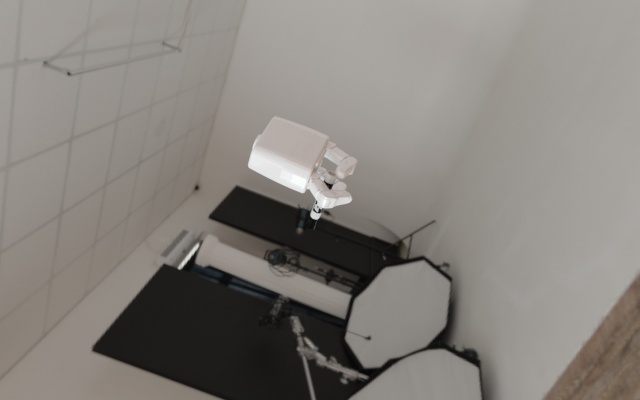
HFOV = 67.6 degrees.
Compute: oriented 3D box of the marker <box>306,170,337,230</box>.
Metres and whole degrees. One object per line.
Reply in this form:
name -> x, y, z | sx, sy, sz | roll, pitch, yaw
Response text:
marker -> 0.000, 0.003, 0.813 | 0.020, 0.121, 0.020 | 15, 33, -10
